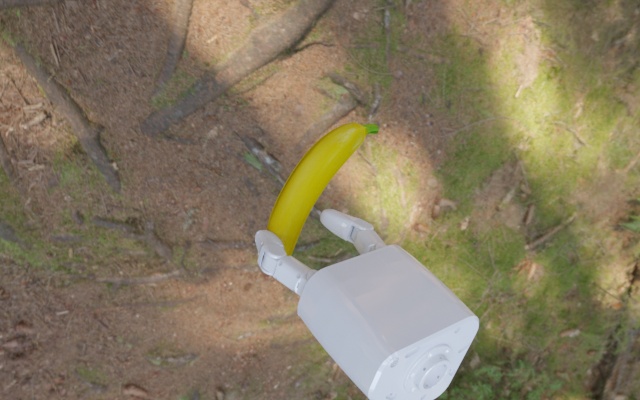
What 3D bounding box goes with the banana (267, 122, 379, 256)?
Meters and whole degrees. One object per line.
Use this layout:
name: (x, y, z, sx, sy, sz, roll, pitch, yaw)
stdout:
banana: (-0.009, -0.008, 0.497, 0.070, 0.198, 0.037, 33, 5, -45)
